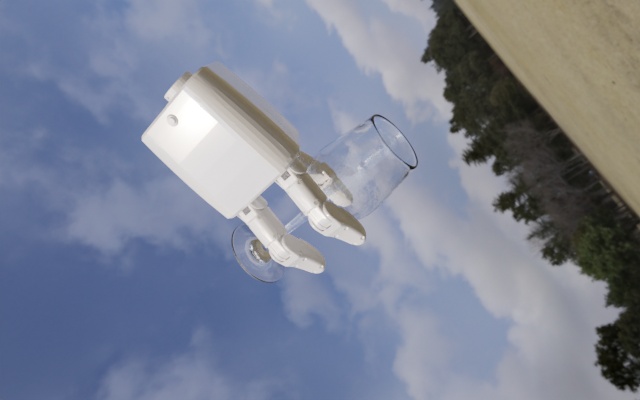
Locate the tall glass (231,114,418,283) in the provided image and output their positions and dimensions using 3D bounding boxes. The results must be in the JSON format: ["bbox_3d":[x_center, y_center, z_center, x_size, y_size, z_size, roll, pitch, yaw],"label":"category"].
[{"bbox_3d":[0.000,0.002,0.477,0.201,0.079,0.079,-39,-21,28],"label":"tall glass"}]
